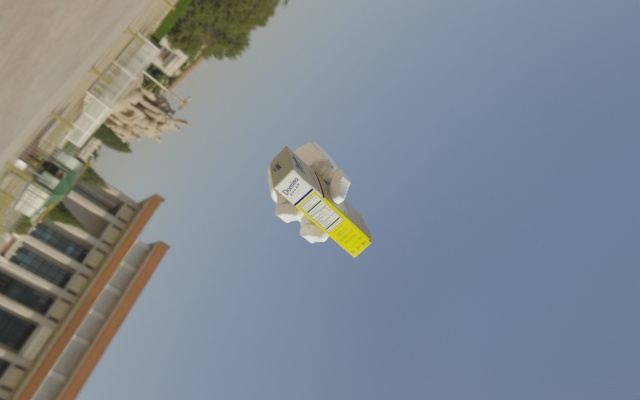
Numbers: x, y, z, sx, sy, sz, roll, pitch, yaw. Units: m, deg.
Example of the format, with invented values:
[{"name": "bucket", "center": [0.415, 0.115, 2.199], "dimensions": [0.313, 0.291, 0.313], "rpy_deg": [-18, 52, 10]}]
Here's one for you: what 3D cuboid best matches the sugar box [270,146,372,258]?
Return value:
[{"name": "sugar box", "center": [0.000, 0.003, 0.723], "dimensions": [0.176, 0.048, 0.093], "rpy_deg": [40, 14, -25]}]
